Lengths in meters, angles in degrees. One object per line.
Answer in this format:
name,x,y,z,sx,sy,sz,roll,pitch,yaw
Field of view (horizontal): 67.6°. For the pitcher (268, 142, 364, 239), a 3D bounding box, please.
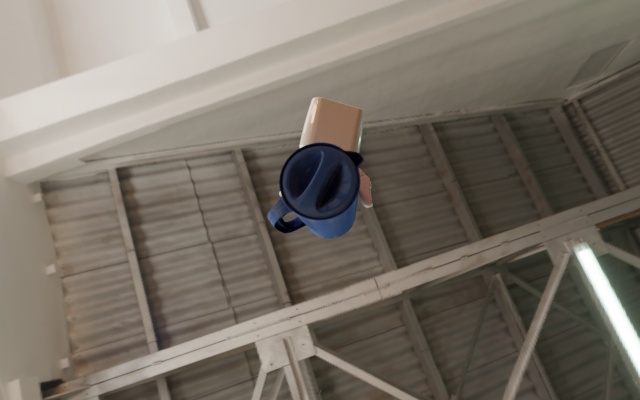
pitcher,0.000,0.003,0.884,0.149,0.145,0.243,7,-15,8
